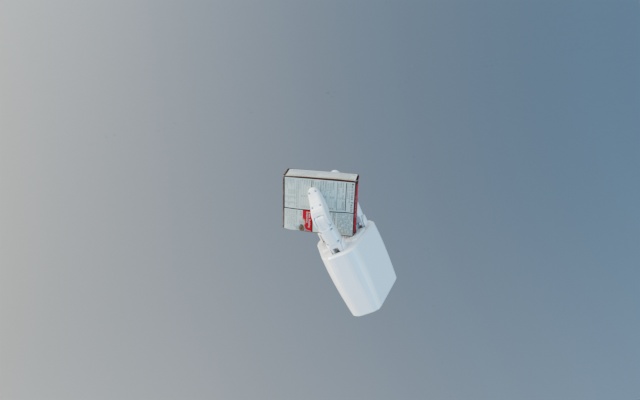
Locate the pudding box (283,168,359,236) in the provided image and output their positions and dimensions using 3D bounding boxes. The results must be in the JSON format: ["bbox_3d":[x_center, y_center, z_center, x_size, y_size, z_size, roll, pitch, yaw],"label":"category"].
[{"bbox_3d":[0.000,0.002,0.718,0.113,0.090,0.039,5,20,7],"label":"pudding box"}]
